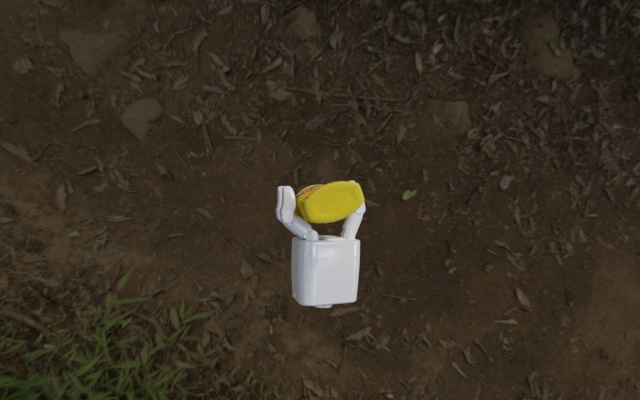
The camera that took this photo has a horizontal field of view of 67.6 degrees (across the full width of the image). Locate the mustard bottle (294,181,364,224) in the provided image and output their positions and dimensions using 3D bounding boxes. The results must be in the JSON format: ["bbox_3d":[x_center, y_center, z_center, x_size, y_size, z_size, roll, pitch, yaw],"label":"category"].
[{"bbox_3d":[0.000,0.002,0.805,0.096,0.058,0.191,-22,5,-12],"label":"mustard bottle"}]
